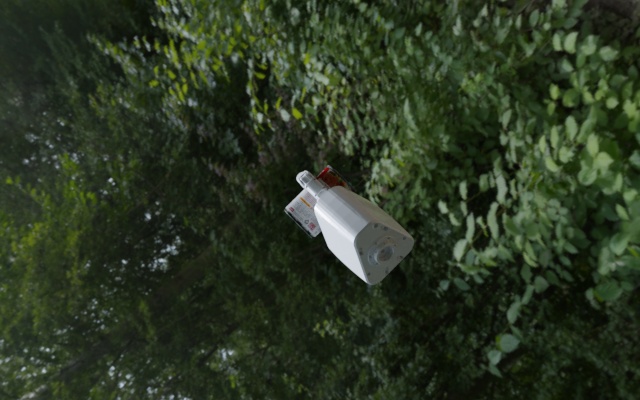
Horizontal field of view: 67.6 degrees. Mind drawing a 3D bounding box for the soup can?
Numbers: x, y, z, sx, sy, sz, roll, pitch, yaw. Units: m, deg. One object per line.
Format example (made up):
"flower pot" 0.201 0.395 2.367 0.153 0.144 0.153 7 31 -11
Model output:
"soup can" 0.000 0.002 0.771 0.102 0.068 0.068 -45 -3 -3
